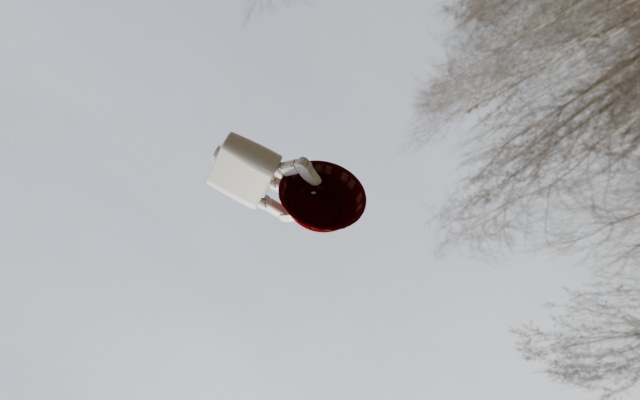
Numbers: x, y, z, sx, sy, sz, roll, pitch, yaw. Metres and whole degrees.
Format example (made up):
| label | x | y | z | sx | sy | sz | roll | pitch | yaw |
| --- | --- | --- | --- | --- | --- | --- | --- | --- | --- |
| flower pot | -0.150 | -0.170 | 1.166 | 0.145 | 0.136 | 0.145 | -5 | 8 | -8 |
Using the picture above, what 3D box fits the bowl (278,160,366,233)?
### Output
| label | x | y | z | sx | sy | sz | roll | pitch | yaw |
| --- | --- | --- | --- | --- | --- | --- | --- | --- | --- |
| bowl | 0.001 | 0.004 | 0.877 | 0.162 | 0.162 | 0.055 | 0 | -38 | -12 |
